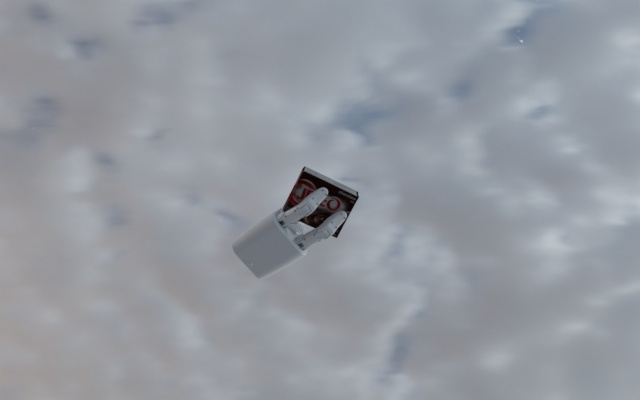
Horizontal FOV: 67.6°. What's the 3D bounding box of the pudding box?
[{"bbox_3d":[0.000,0.003,0.862,0.113,0.090,0.039,24,21,-8],"label":"pudding box"}]
